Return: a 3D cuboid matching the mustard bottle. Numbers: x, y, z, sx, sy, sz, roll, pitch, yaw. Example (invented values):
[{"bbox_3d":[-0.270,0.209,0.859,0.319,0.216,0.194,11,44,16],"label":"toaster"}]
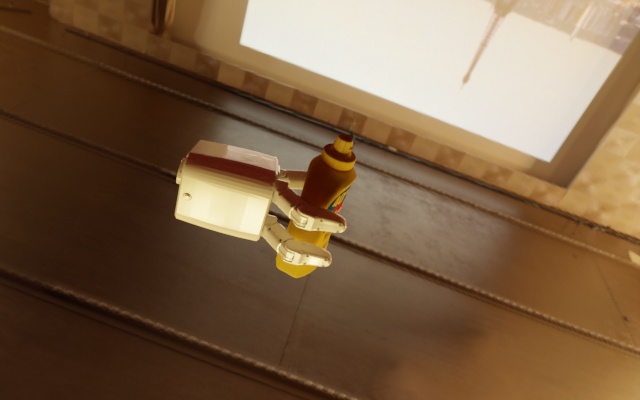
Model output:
[{"bbox_3d":[0.000,0.002,0.602,0.058,0.192,0.096,28,34,12],"label":"mustard bottle"}]
